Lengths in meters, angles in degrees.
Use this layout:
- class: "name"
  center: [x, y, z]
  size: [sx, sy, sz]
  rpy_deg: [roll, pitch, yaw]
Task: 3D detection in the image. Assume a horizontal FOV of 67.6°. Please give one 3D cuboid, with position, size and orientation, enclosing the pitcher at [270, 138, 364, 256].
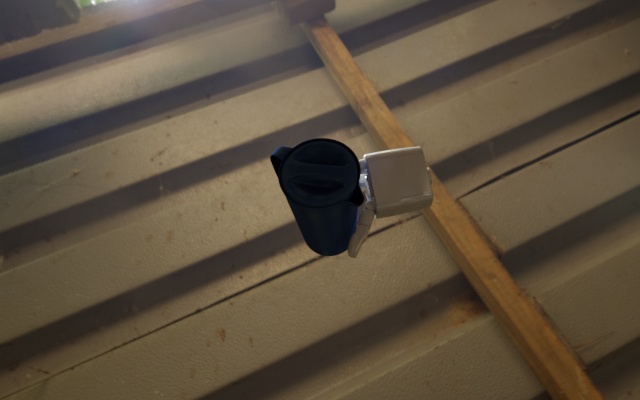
- class: "pitcher"
  center: [0.000, 0.003, 0.865]
  size: [0.145, 0.149, 0.243]
  rpy_deg: [-11, -29, 0]
